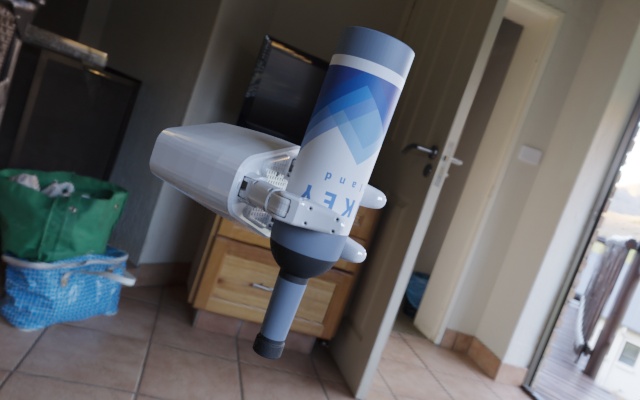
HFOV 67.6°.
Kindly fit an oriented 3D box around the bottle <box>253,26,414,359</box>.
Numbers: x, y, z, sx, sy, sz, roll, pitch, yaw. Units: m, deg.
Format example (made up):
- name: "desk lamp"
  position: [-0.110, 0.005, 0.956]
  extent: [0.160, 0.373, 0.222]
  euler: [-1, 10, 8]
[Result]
- name: "bottle"
  position: [0.000, 0.001, 0.425]
  extent: [0.069, 0.296, 0.069]
  euler: [20, 5, -2]
